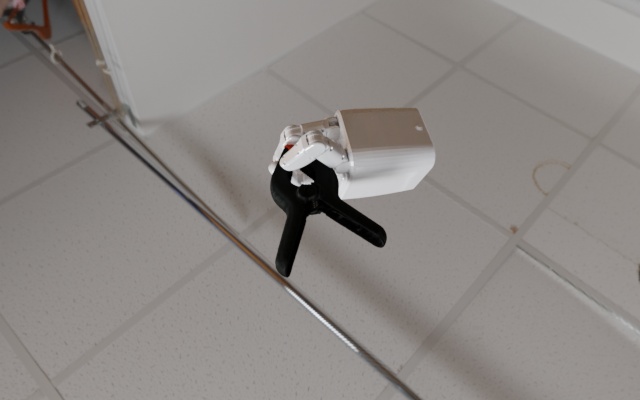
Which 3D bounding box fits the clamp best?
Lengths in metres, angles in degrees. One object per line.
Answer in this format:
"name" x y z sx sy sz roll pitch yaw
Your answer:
"clamp" 0.000 0.002 0.537 0.120 0.171 0.039 -6 -36 -10
